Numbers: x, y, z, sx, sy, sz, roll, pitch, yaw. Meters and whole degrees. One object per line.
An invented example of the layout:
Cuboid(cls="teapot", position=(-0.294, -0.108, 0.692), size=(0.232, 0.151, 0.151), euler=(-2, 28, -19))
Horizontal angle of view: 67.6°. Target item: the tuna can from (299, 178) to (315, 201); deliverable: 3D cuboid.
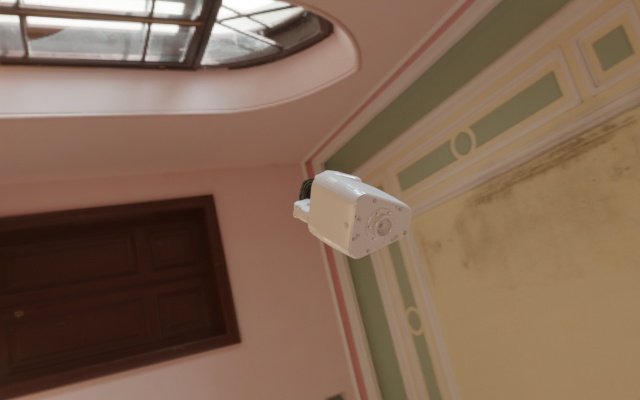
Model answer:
Cuboid(cls="tuna can", position=(0.001, 0.003, 0.810), size=(0.034, 0.086, 0.086), euler=(-9, 5, -33))
